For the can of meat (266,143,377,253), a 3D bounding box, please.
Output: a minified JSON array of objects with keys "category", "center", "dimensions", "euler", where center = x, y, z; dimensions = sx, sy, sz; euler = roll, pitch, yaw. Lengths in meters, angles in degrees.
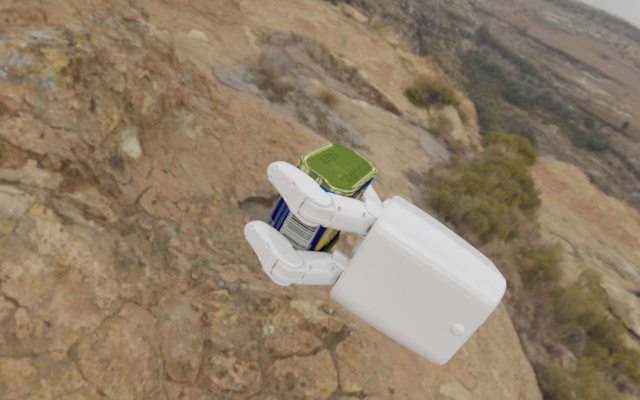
[{"category":"can of meat","center":[0.000,0.001,0.420],"dimensions":[0.057,0.084,0.102],"euler":[34,26,9]}]
